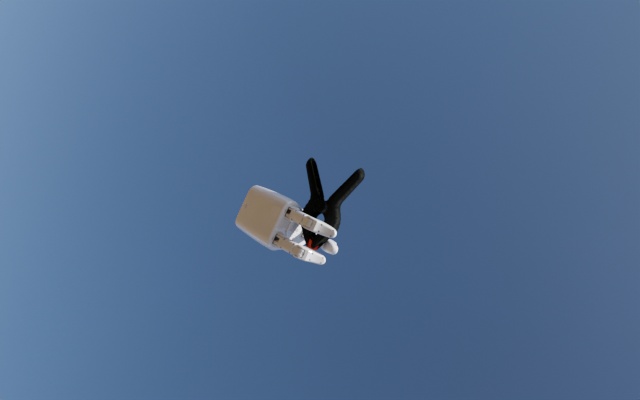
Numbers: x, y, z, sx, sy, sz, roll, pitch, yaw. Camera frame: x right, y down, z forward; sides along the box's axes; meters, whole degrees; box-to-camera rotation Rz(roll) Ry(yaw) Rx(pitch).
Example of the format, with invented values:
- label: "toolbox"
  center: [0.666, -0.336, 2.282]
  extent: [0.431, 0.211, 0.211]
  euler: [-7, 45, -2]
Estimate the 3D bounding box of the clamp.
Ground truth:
- label: "clamp"
  center: [0.000, 0.003, 0.879]
  extent: [0.120, 0.171, 0.039]
  euler: [25, 1, 36]
